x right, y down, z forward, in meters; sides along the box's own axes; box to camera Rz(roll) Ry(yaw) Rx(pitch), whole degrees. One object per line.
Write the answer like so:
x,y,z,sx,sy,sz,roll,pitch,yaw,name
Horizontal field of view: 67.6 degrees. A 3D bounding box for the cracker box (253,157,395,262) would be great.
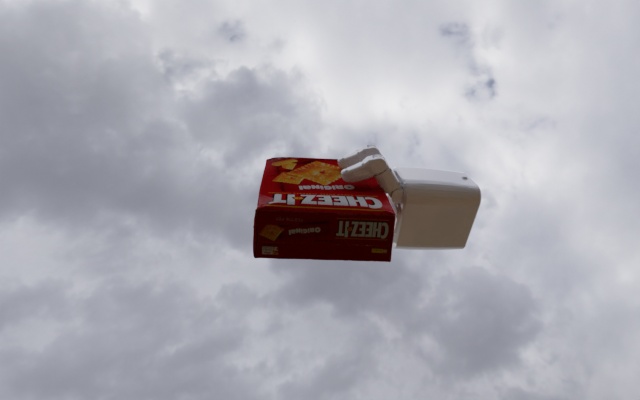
0.000,0.002,0.645,0.164,0.072,0.213,2,20,-3,cracker box
